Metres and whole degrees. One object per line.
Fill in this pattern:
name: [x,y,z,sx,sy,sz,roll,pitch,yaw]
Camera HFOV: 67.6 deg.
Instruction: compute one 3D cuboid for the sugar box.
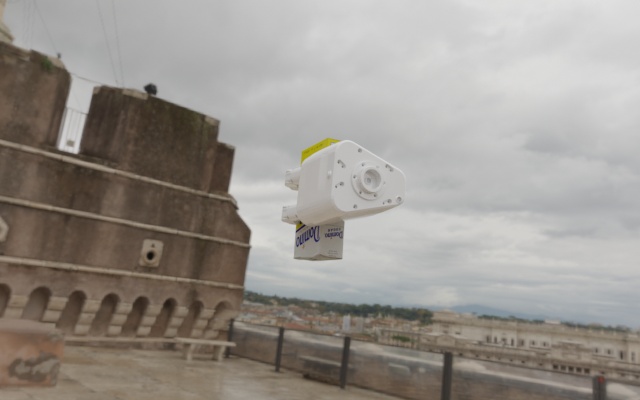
sugar box: [0.000,0.002,0.728,0.048,0.176,0.093,12,-14,-26]
